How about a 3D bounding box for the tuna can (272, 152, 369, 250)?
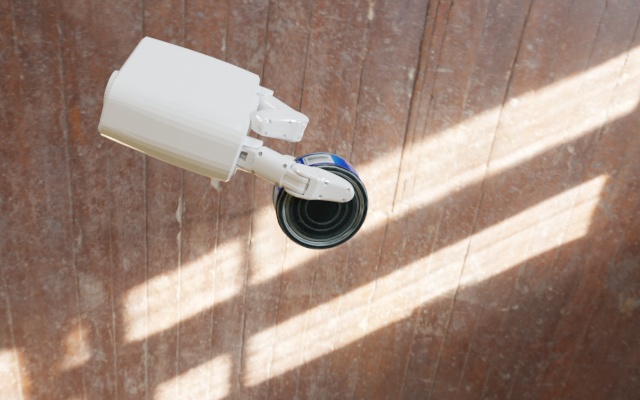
[{"bbox_3d":[0.000,0.002,0.435,0.086,0.086,0.033,0,24,-10],"label":"tuna can"}]
